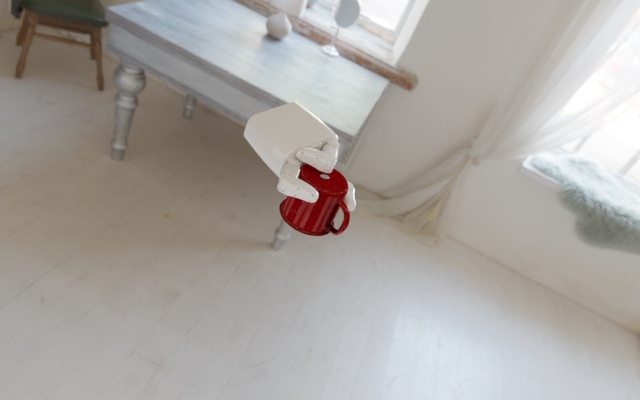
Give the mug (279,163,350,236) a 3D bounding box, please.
[{"bbox_3d":[0.001,0.003,0.736,0.093,0.081,0.117,-15,50,-45],"label":"mug"}]
